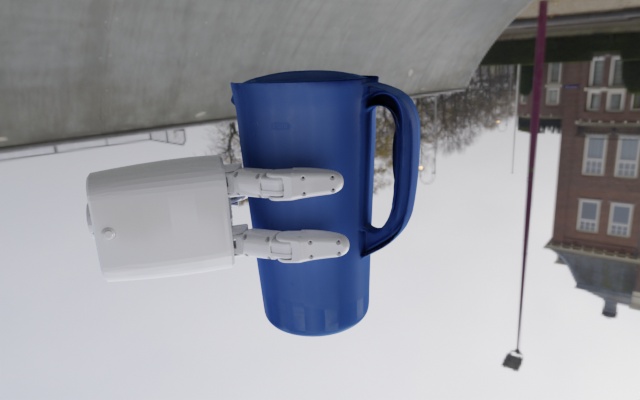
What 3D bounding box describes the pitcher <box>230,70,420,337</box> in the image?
[{"bbox_3d":[0.000,0.001,0.454,0.145,0.243,0.149,-7,17,-15],"label":"pitcher"}]
